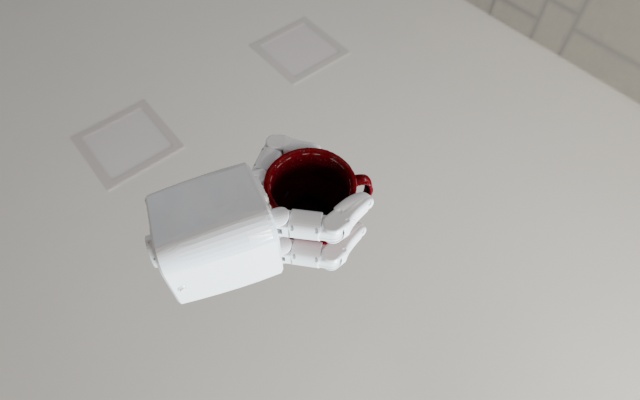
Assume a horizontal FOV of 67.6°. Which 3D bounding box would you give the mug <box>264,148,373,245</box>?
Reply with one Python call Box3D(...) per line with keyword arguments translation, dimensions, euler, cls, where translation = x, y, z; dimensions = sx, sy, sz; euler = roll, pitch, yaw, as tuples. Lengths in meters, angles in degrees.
Box3D(translation=(0.001, 0.001, 0.510), dimensions=(0.117, 0.093, 0.082), euler=(-17, -32, -13), cls="mug")
